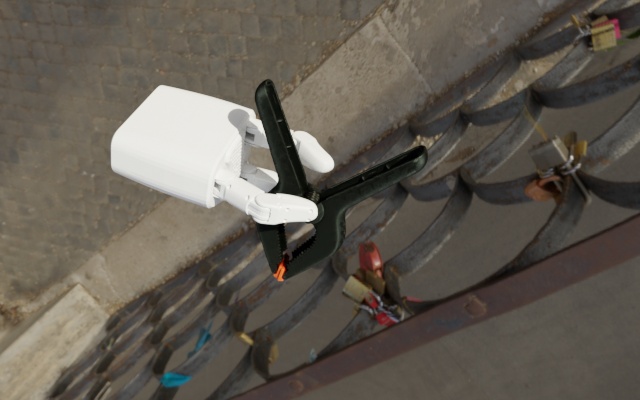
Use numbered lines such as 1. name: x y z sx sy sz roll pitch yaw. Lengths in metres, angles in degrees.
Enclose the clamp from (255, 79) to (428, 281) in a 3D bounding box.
1. clamp: 0.000 0.002 0.472 0.164 0.210 0.036 18 33 4
